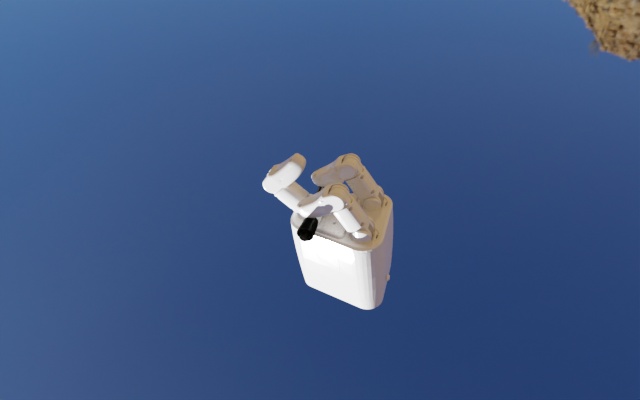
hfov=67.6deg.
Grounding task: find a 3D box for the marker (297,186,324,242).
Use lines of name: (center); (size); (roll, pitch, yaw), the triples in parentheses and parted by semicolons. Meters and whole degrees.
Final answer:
marker: (0.000, 0.002, 0.536); (0.020, 0.020, 0.121); (0, 39, 22)
